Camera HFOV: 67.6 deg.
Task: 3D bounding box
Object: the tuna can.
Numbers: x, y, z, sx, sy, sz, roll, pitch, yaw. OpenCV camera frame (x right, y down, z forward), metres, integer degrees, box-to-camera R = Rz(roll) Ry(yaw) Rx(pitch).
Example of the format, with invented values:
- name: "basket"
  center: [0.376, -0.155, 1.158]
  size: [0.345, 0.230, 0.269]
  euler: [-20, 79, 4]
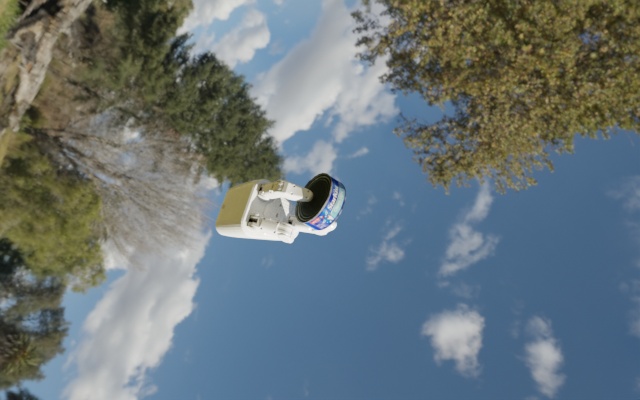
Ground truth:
- name: "tuna can"
  center: [0.001, 0.003, 0.740]
  size: [0.034, 0.086, 0.086]
  euler: [30, -16, -29]
